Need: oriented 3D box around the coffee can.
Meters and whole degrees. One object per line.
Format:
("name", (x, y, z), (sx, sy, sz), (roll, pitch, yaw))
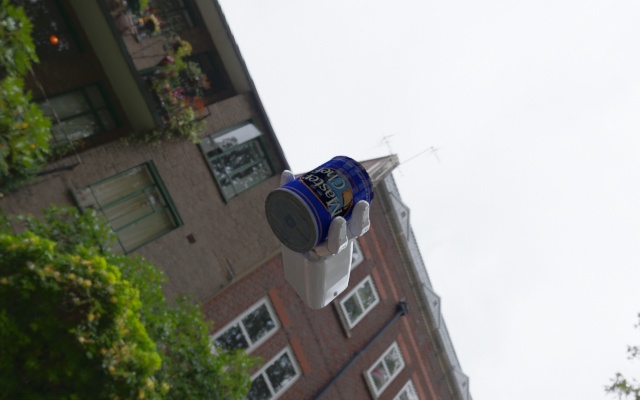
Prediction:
("coffee can", (0.000, 0.002, 0.733), (0.103, 0.103, 0.140), (0, 25, 46))
